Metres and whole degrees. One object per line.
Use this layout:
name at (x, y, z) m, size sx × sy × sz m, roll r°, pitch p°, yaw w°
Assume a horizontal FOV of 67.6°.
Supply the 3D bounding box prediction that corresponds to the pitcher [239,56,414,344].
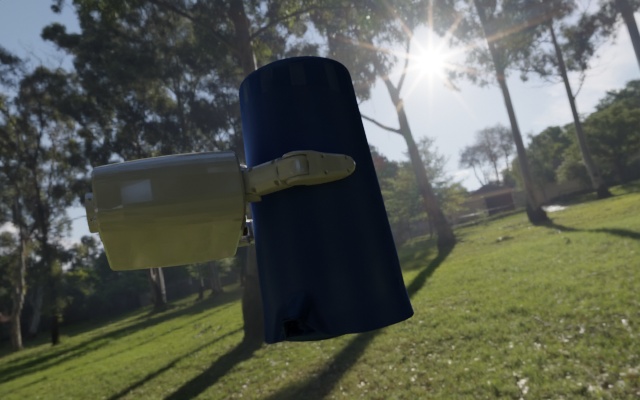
pitcher at (0.000, 0.001, 0.448) m, size 0.145 × 0.243 × 0.149 m, roll -7°, pitch -9°, yaw -19°
